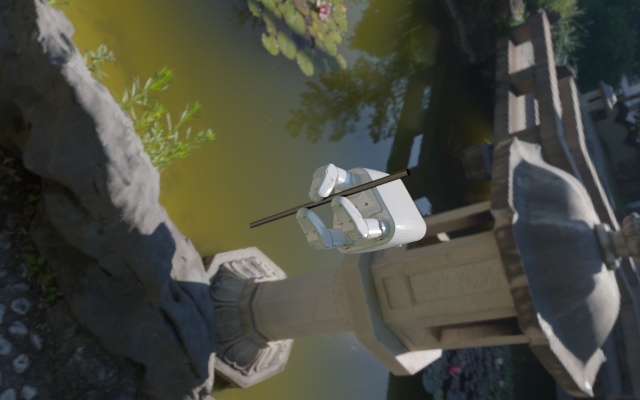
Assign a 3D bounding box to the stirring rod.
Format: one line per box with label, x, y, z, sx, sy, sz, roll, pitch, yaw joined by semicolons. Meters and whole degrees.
stirring rod;0.000;0.002;0.577;0.239;0.011;0.011;-19;-11;35
